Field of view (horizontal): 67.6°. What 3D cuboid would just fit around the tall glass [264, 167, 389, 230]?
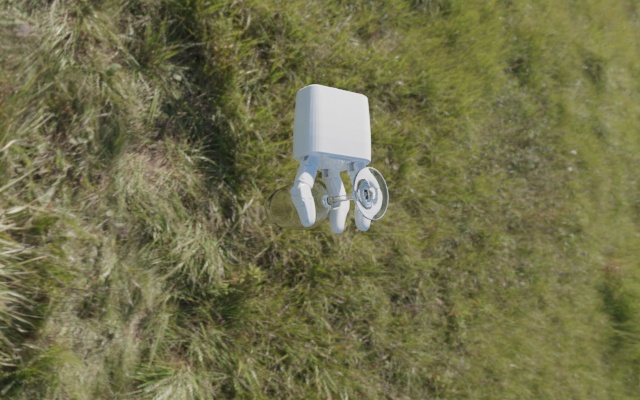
[{"bbox_3d":[0.001,0.002,0.717,0.079,0.079,0.201,0,-7,-45],"label":"tall glass"}]
